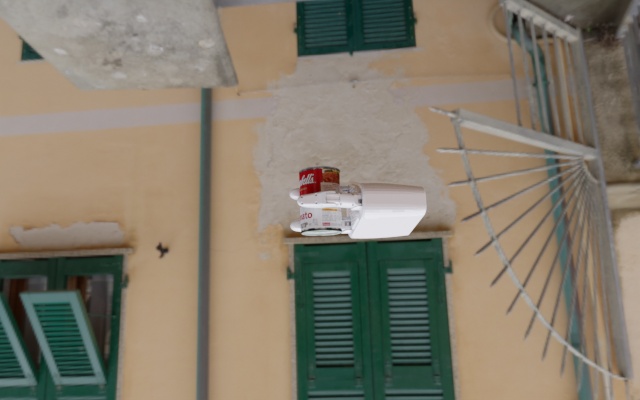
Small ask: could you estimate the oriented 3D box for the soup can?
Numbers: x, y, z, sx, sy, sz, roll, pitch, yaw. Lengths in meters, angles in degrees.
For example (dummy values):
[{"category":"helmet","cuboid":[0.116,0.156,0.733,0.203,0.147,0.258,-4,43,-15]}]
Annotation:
[{"category":"soup can","cuboid":[0.000,0.003,0.772,0.068,0.102,0.068,-2,-11,0]}]
